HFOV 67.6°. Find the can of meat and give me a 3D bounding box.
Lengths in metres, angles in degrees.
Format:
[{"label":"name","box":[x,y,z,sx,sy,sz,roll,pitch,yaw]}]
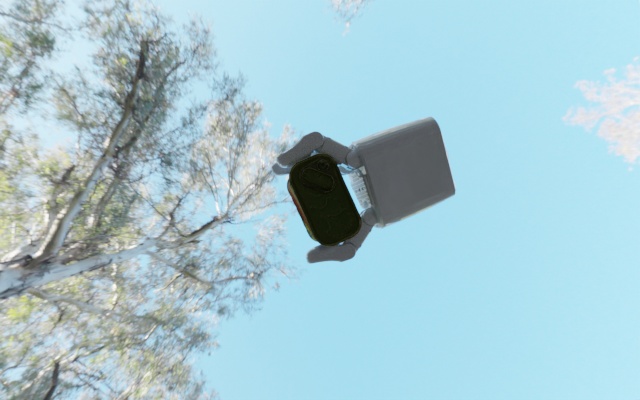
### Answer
[{"label":"can of meat","box":[0.000,0.002,0.569,0.057,0.102,0.084,-24,0,-9]}]
